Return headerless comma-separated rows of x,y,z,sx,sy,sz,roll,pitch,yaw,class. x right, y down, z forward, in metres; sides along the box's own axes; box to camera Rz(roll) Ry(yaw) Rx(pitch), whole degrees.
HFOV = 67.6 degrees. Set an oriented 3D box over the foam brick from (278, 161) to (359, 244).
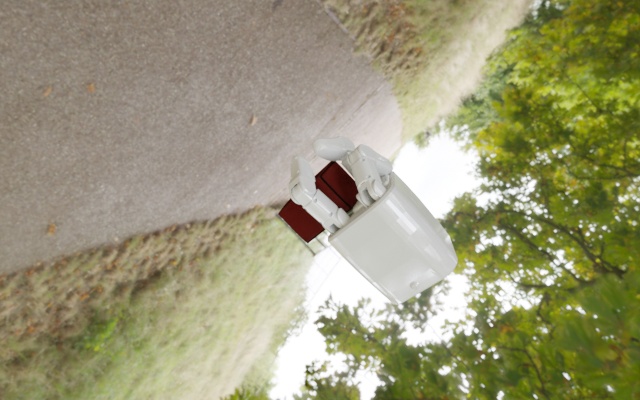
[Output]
0.000,0.002,0.549,0.078,0.051,0.053,-40,7,33,foam brick
